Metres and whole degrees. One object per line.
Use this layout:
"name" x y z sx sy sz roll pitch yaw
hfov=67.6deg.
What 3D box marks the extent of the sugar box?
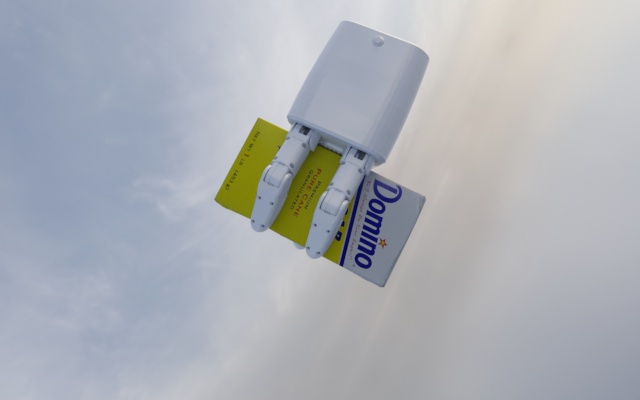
"sugar box" 0.000 0.001 0.450 0.176 0.093 0.048 25 -5 12
